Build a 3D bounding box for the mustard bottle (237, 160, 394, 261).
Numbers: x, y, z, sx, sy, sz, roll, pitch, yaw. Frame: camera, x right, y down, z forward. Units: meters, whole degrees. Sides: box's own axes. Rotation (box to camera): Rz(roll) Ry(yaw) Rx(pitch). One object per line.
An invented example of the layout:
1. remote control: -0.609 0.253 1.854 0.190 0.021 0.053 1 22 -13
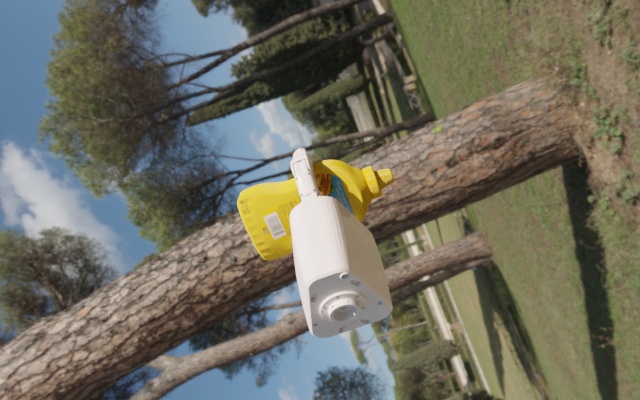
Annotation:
1. mustard bottle: 0.000 0.002 0.603 0.191 0.096 0.058 -20 18 6
